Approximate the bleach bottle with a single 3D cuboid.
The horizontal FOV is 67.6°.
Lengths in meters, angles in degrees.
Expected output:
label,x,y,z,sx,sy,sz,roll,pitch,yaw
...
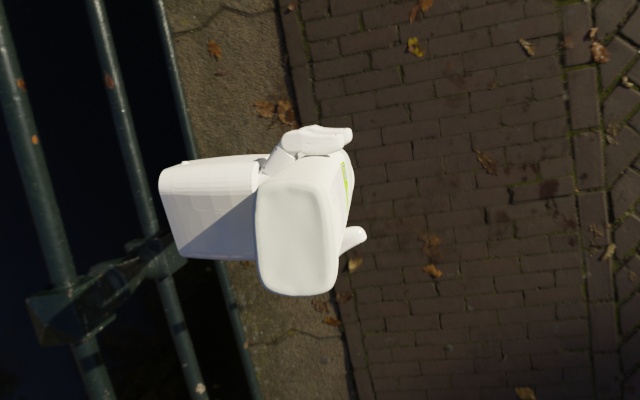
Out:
label,x,y,z,sx,sy,sz,roll,pitch,yaw
bleach bottle,0.000,0.002,0.494,0.068,0.102,0.250,-1,13,11
